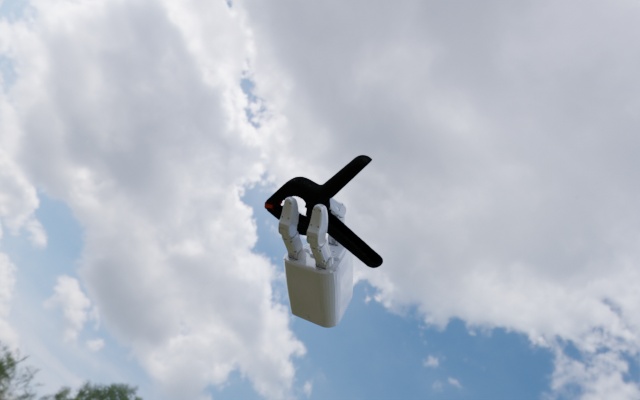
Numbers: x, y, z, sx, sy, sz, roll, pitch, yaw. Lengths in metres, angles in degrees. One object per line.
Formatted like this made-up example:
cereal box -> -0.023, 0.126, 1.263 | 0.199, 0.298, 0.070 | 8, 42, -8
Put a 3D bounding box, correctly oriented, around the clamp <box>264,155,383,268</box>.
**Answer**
clamp -> 0.000, 0.002, 0.713 | 0.210, 0.165, 0.036 | 13, 25, 35
